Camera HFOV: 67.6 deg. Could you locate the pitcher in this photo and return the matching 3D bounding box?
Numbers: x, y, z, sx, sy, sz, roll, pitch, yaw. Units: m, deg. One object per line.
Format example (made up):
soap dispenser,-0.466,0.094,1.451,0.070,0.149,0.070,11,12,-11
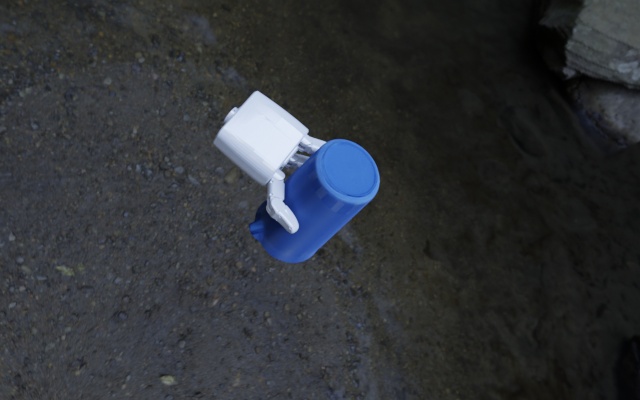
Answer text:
pitcher,0.000,0.003,0.789,0.145,0.149,0.243,38,-36,-7
